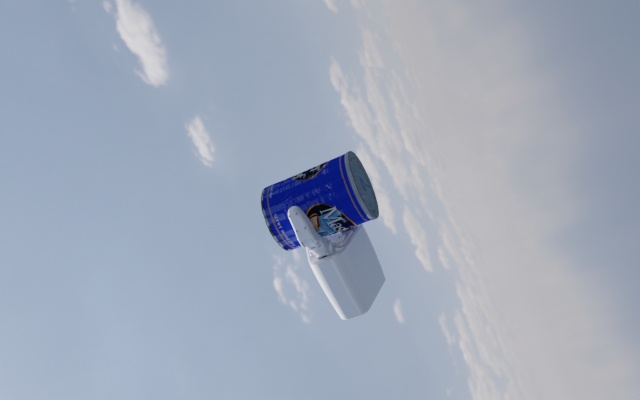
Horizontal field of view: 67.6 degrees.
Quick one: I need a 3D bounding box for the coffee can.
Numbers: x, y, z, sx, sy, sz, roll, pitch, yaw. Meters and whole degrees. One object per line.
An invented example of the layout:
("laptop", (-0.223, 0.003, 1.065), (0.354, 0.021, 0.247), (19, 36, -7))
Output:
("coffee can", (0.000, 0.002, 0.690), (0.140, 0.103, 0.103), (-22, -7, 17))
